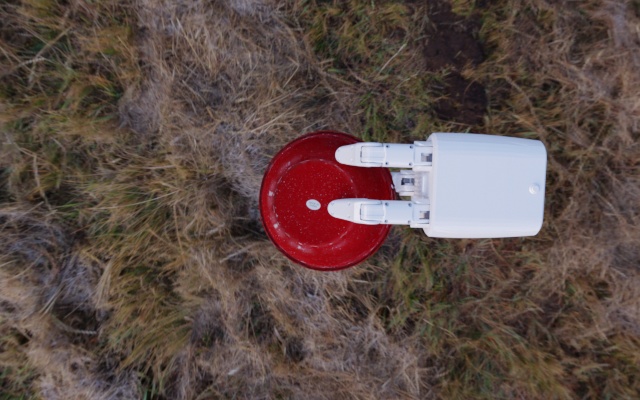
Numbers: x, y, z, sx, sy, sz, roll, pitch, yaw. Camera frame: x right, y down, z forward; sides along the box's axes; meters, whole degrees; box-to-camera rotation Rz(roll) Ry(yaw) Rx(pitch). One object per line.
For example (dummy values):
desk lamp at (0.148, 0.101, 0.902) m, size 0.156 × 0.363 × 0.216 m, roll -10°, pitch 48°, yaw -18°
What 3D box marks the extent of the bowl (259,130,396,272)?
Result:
bowl at (-0.001, 0.002, 0.522) m, size 0.162 × 0.162 × 0.055 m, roll 0°, pitch 2°, yaw 13°
